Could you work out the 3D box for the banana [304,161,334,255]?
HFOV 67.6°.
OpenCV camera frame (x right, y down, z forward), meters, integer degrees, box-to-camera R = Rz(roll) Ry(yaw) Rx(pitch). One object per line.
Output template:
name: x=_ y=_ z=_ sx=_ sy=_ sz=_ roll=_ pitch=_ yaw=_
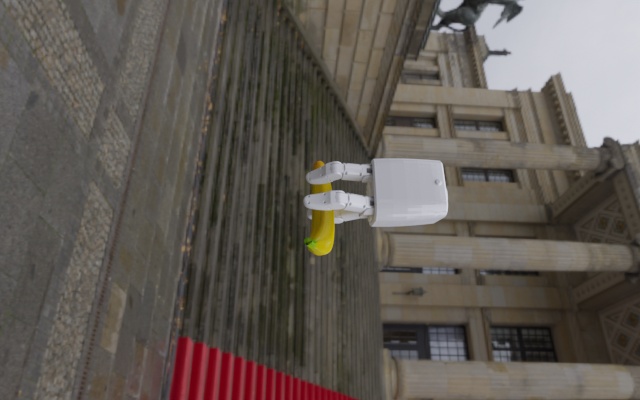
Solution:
banana: x=0.002 y=0.019 z=0.733 sx=0.037 sy=0.070 sz=0.197 roll=-4 pitch=39 yaw=5
